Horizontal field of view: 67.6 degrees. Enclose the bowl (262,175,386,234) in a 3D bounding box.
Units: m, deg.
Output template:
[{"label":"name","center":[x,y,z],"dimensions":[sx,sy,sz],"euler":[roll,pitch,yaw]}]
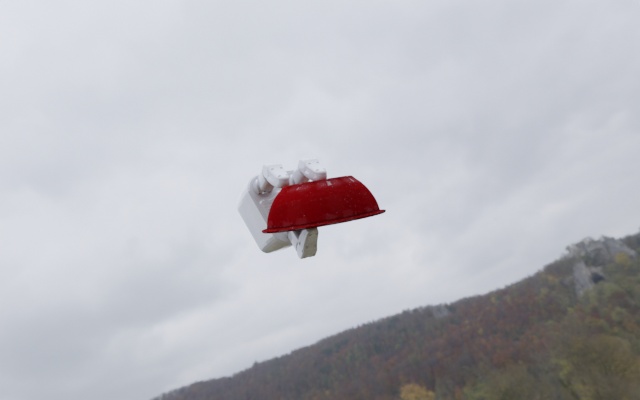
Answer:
[{"label":"bowl","center":[0.001,0.001,0.615],"dimensions":[0.162,0.055,0.162],"euler":[-9,1,0]}]
